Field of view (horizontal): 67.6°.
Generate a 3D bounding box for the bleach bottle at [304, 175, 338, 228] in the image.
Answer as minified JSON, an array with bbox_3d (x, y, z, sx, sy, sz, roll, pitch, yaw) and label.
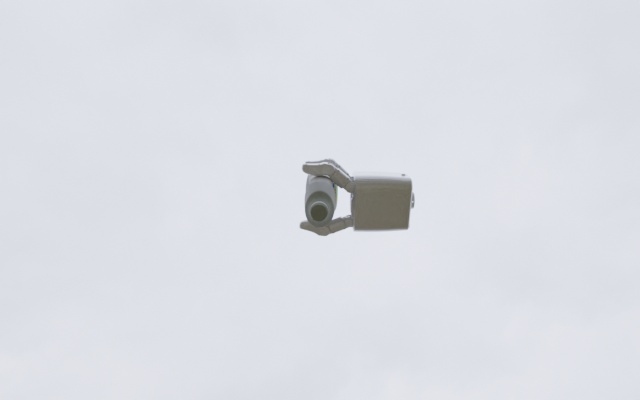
[{"bbox_3d":[0.000,0.003,0.888,0.068,0.102,0.250,1,12,1],"label":"bleach bottle"}]
